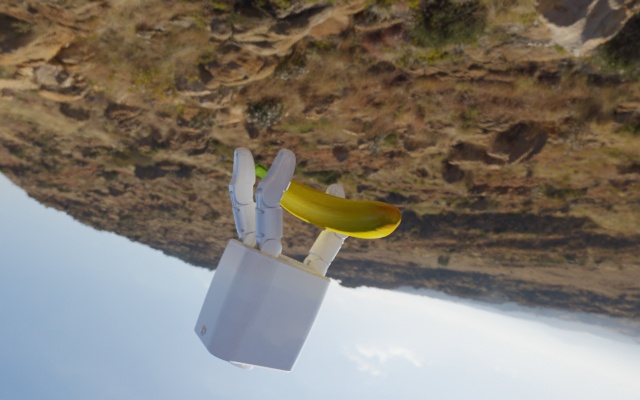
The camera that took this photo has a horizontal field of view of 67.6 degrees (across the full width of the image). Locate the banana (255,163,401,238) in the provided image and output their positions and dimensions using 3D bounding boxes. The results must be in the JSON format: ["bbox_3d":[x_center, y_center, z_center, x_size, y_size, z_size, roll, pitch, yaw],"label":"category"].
[{"bbox_3d":[0.009,0.008,0.473,0.197,0.037,0.070,17,-11,44],"label":"banana"}]
